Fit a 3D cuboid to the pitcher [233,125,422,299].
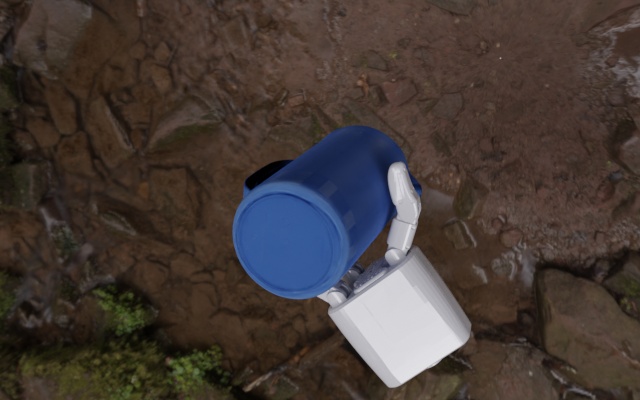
[{"bbox_3d":[0.000,0.002,0.507,0.149,0.145,0.242,-34,2,26],"label":"pitcher"}]
